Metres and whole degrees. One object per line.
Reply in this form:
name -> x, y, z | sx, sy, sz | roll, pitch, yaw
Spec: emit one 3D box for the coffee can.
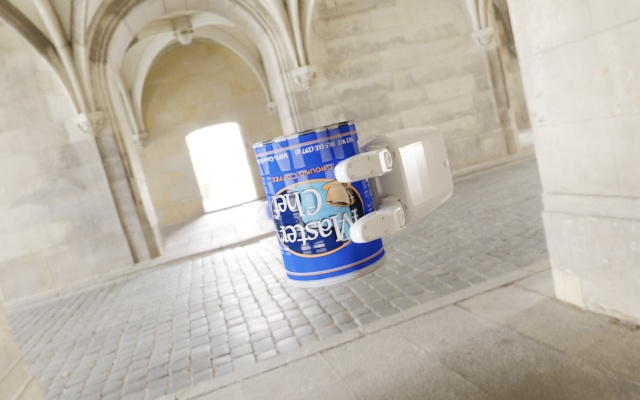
coffee can -> 0.000, 0.002, 0.470 | 0.103, 0.140, 0.103 | -14, 7, 2
